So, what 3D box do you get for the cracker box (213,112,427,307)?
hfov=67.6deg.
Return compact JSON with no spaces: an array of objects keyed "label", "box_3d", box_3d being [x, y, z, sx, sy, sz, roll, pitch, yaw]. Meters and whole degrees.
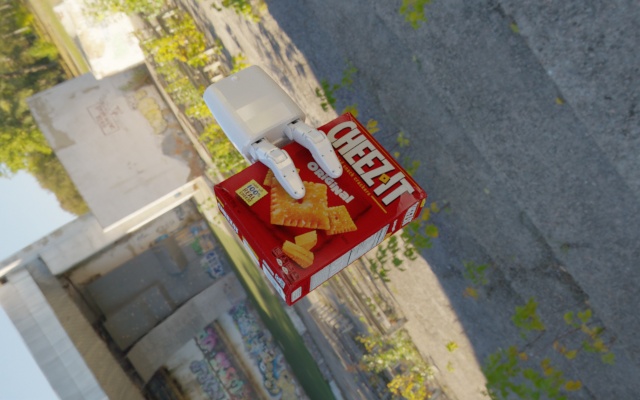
[{"label":"cracker box","box_3d":[0.000,0.002,0.606,0.213,0.164,0.072,-32,-22,-19]}]
